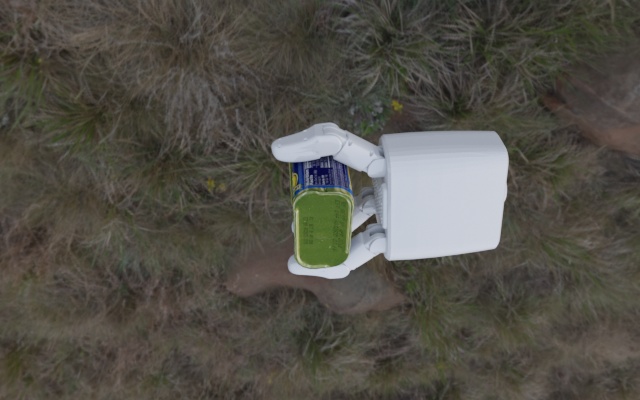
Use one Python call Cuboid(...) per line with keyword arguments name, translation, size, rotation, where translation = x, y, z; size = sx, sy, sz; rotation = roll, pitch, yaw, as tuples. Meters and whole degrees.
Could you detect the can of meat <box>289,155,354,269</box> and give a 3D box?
Cuboid(name="can of meat", translation=(0.000, 0.002, 0.446), size=(0.057, 0.102, 0.083), rotation=(-2, 42, -3))
